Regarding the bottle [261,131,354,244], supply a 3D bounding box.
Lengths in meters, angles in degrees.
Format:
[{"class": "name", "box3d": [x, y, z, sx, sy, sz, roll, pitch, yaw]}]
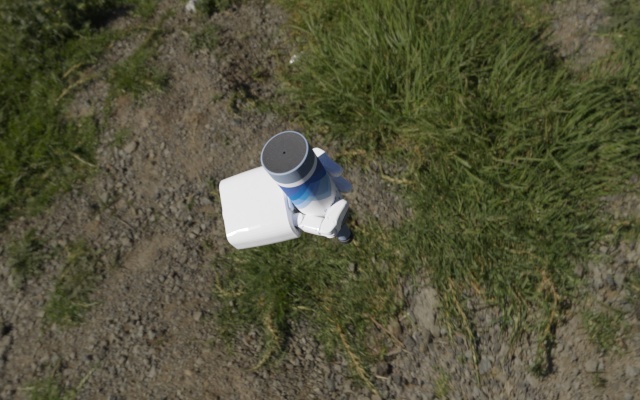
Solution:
[{"class": "bottle", "box3d": [0.000, 0.002, 0.735, 0.069, 0.069, 0.296, 0, -26, 21]}]
